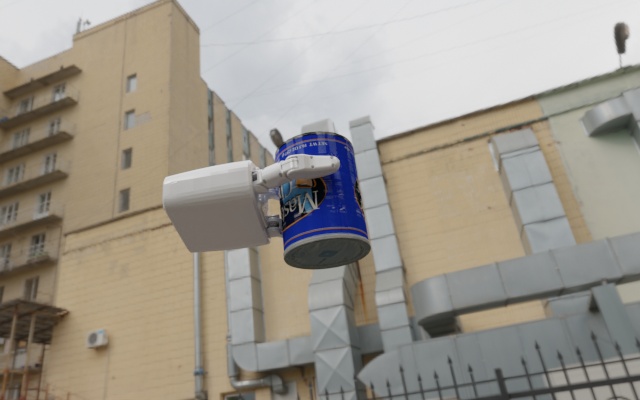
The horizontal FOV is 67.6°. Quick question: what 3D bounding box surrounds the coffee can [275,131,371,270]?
[{"bbox_3d":[0.000,0.002,0.586,0.103,0.140,0.103,-6,-26,-3],"label":"coffee can"}]
